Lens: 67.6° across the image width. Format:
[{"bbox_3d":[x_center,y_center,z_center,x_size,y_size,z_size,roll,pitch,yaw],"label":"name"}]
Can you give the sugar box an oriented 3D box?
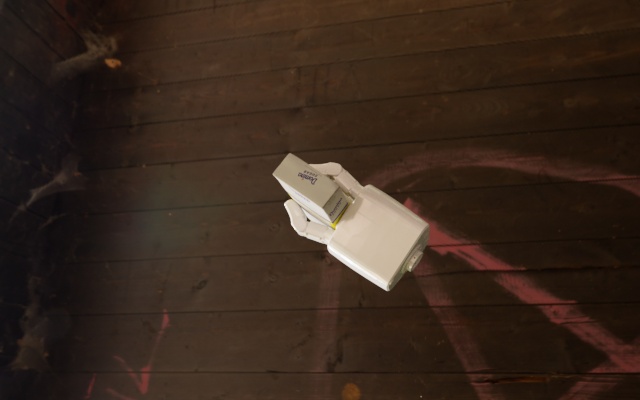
[{"bbox_3d":[0.001,0.002,0.712,0.093,0.048,0.176,35,-11,22],"label":"sugar box"}]
